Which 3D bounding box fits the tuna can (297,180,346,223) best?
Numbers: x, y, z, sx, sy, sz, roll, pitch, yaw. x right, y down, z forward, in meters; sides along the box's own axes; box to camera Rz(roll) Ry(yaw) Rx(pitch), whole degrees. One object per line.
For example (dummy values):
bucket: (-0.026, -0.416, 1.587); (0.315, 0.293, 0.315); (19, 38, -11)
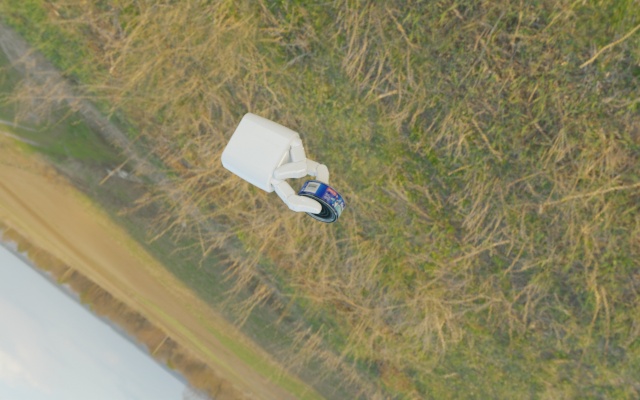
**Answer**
tuna can: (0.000, 0.003, 0.860); (0.086, 0.033, 0.086); (24, -27, 13)
